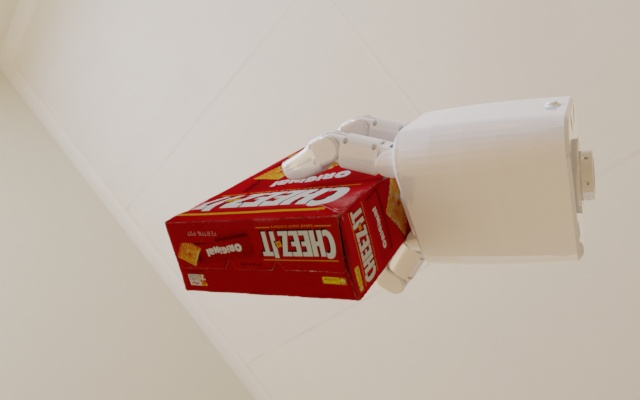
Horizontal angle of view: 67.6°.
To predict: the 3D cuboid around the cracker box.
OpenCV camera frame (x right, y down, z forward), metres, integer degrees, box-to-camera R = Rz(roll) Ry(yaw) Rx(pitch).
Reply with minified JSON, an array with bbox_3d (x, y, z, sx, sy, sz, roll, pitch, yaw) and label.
[{"bbox_3d":[0.000,0.001,0.425,0.164,0.072,0.213,-4,18,32],"label":"cracker box"}]
